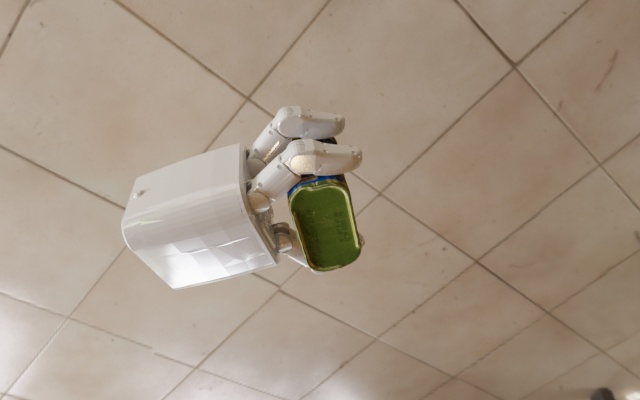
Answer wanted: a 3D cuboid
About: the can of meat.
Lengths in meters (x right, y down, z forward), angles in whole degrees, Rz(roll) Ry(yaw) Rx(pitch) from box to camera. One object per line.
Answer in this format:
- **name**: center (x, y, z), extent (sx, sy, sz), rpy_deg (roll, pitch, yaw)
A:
- **can of meat**: center (0.000, 0.002, 0.435), extent (0.057, 0.102, 0.084), rpy_deg (-14, 37, 1)
